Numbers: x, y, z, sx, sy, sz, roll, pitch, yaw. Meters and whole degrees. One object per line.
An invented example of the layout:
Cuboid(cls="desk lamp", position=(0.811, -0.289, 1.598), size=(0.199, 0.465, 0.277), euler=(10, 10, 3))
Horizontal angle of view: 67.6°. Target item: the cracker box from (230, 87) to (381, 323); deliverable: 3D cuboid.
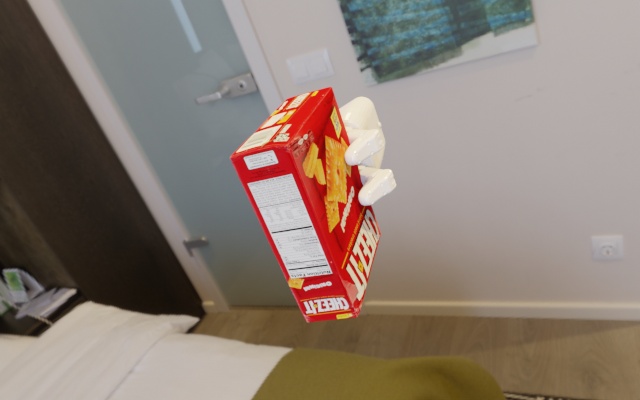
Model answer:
Cuboid(cls="cracker box", position=(0.000, 0.002, 0.543), size=(0.072, 0.214, 0.164), euler=(-10, 27, 24))
